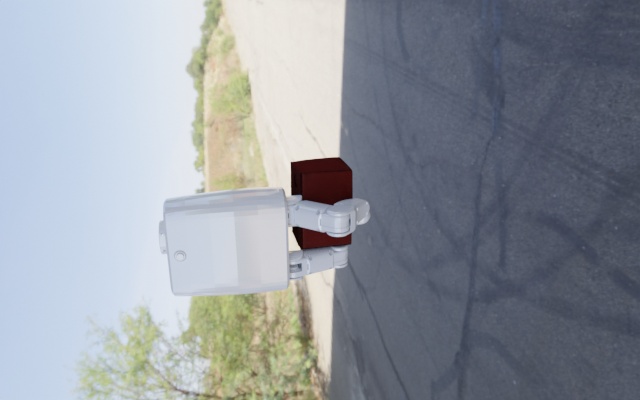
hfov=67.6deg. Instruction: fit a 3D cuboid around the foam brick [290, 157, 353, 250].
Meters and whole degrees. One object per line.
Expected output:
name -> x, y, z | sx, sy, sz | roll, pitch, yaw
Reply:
foam brick -> 0.000, 0.001, 0.468 | 0.051, 0.078, 0.053 | -4, 18, -11
